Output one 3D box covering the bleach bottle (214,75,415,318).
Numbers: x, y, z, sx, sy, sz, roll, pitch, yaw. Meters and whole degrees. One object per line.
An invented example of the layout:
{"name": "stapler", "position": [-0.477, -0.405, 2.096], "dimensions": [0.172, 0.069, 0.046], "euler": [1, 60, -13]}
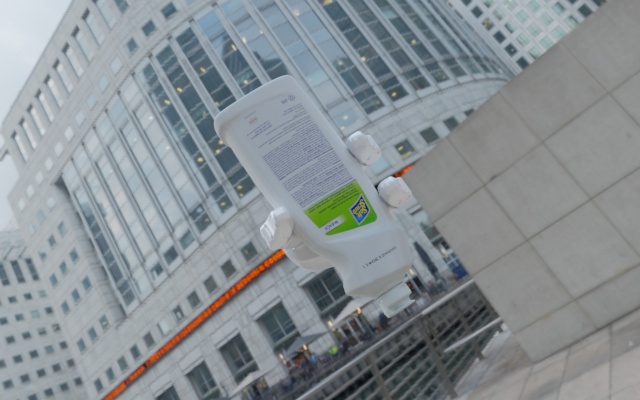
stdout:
{"name": "bleach bottle", "position": [0.000, 0.001, 0.462], "dimensions": [0.102, 0.250, 0.068], "euler": [-32, -17, -3]}
